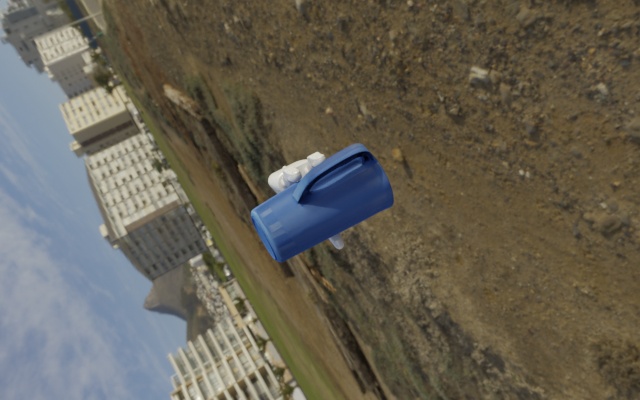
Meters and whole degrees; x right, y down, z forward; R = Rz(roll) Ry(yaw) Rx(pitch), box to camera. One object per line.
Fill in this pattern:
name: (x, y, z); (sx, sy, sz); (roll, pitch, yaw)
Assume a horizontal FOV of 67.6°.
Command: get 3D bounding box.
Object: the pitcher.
pitcher: (0.000, 0.003, 0.864); (0.243, 0.149, 0.145); (-29, 13, -14)
